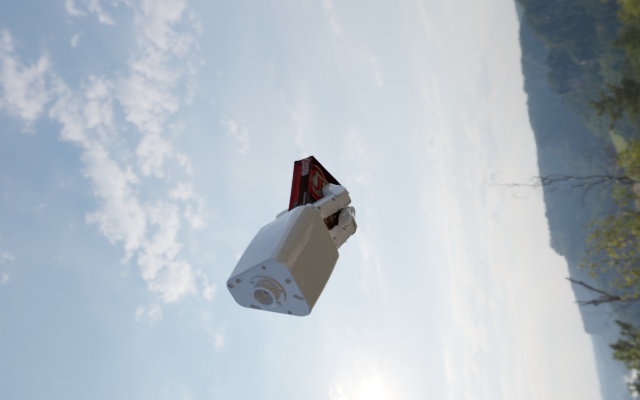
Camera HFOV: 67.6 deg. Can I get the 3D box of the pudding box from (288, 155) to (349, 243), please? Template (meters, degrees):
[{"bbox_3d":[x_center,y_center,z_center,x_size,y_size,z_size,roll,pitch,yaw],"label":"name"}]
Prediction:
[{"bbox_3d":[0.000,0.002,0.696,0.039,0.090,0.113,-12,-34,27],"label":"pudding box"}]
